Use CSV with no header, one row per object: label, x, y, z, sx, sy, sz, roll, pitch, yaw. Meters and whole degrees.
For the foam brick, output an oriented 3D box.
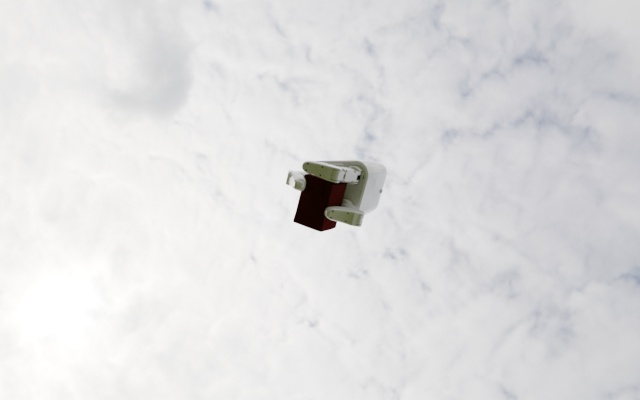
foam brick,0.000,0.003,0.736,0.053,0.078,0.051,21,14,25
